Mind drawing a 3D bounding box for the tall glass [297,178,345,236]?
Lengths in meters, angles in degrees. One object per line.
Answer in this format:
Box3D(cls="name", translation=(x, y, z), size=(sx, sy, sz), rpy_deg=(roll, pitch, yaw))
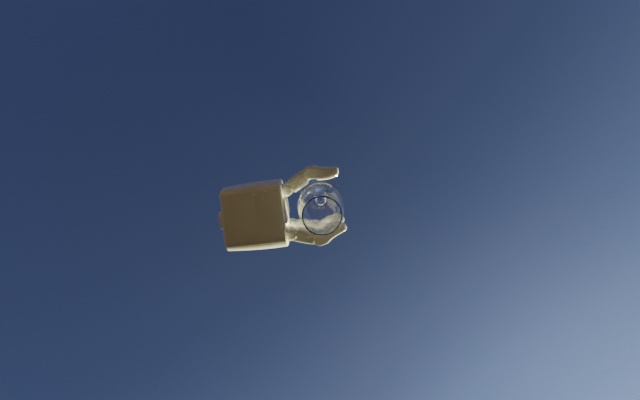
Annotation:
Box3D(cls="tall glass", translation=(0.000, 0.002, 0.816), size=(0.079, 0.079, 0.201), rpy_deg=(0, 12, -2))
